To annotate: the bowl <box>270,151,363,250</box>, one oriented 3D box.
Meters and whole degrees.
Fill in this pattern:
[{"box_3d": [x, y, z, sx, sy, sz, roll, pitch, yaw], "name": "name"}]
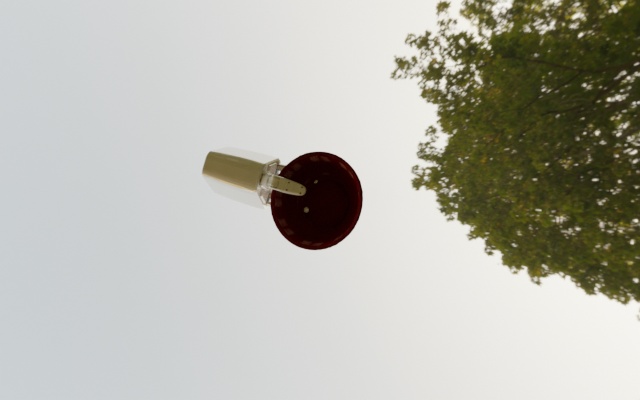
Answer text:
[{"box_3d": [0.001, 0.003, 0.795, 0.162, 0.162, 0.055, 0, -7, 21], "name": "bowl"}]
